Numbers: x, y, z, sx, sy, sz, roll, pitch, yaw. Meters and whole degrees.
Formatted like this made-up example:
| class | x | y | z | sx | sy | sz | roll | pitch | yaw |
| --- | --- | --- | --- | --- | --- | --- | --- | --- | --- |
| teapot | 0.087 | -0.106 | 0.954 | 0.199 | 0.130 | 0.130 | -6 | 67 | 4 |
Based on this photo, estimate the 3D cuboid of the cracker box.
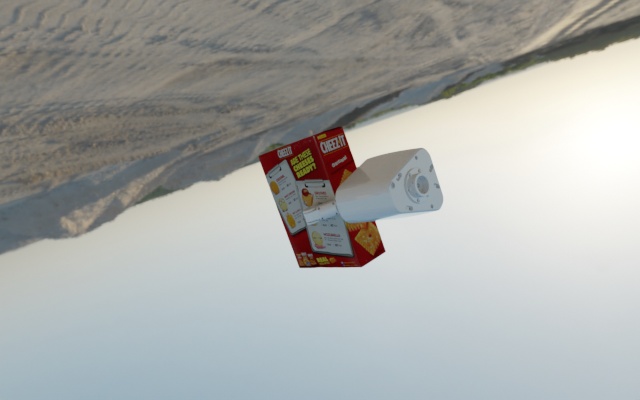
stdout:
| class | x | y | z | sx | sy | sz | roll | pitch | yaw |
| --- | --- | --- | --- | --- | --- | --- | --- | --- | --- |
| cracker box | 0.000 | 0.003 | 0.791 | 0.072 | 0.214 | 0.164 | -25 | 9 | -38 |
